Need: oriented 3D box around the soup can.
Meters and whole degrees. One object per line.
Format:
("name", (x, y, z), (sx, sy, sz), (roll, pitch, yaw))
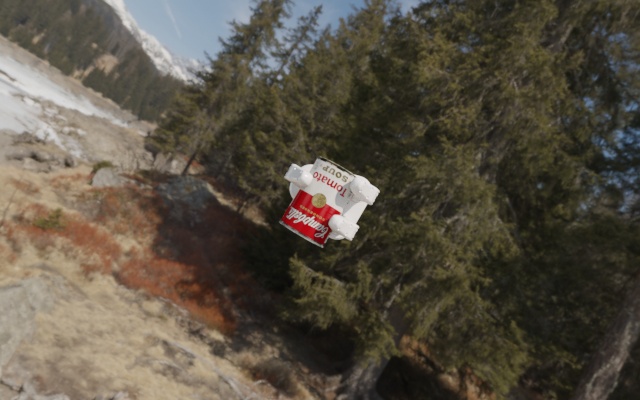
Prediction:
("soup can", (0.000, 0.002, 0.632), (0.068, 0.102, 0.068), (31, -2, 1))
